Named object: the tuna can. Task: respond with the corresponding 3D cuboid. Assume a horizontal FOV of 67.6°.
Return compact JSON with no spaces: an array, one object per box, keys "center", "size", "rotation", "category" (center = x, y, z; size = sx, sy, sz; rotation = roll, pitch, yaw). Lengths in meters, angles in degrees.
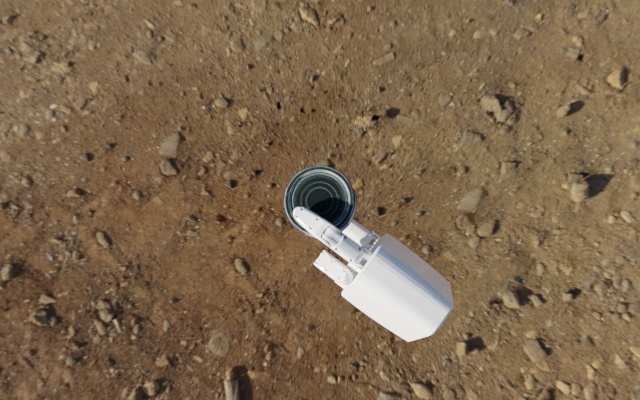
[{"center":[0.000,0.002,0.572],"size":[0.086,0.086,0.034],"rotation":[0,-7,6],"category":"tuna can"}]
